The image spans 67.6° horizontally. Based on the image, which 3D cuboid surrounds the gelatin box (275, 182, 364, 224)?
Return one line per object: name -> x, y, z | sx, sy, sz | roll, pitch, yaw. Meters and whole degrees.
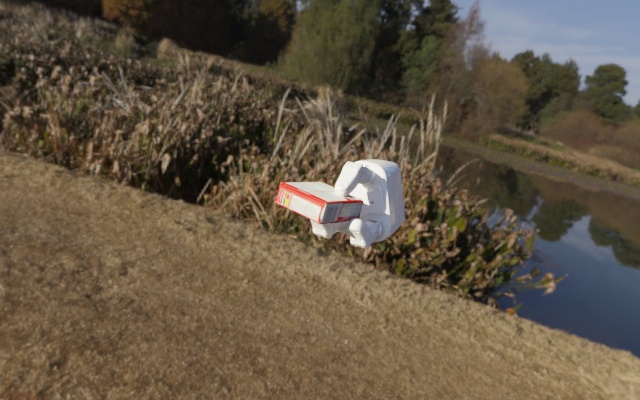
gelatin box -> 0.000, 0.002, 0.597 | 0.073, 0.030, 0.089 | 25, 16, 33
